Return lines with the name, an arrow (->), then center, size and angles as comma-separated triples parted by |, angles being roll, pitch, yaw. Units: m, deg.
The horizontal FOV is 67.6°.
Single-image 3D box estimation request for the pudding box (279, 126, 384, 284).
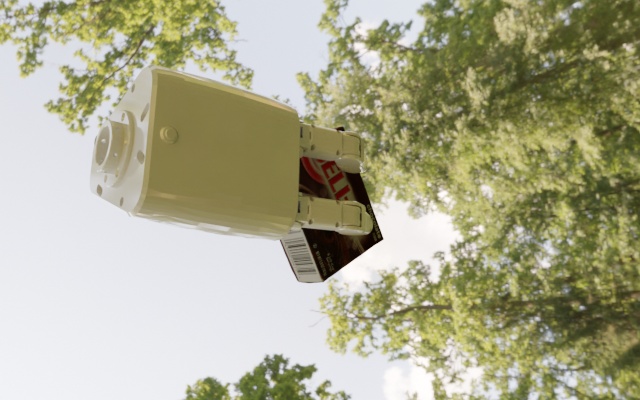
pudding box -> 0.000, 0.001, 0.409 | 0.039, 0.113, 0.090 | -11, 12, 45
